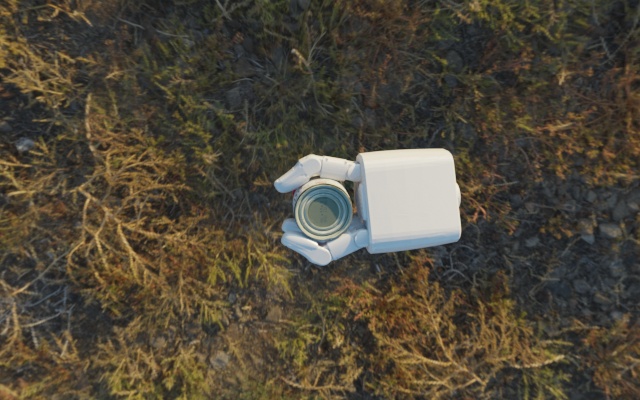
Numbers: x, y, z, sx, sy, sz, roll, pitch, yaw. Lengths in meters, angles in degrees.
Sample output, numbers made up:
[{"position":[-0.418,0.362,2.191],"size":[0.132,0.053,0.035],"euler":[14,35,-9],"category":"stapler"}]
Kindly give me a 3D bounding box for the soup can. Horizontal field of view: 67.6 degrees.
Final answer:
[{"position":[0.000,0.002,0.574],"size":[0.068,0.068,0.102],"euler":[0,14,-4],"category":"soup can"}]
